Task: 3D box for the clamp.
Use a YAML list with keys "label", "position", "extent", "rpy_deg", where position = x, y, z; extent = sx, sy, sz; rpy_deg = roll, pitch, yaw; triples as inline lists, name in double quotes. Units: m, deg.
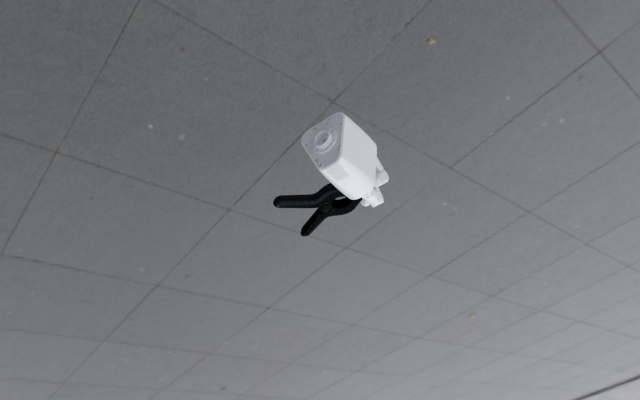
- label: "clamp"
  position: [0.000, 0.003, 0.895]
  extent: [0.171, 0.039, 0.120]
  rpy_deg: [-30, -42, 21]
